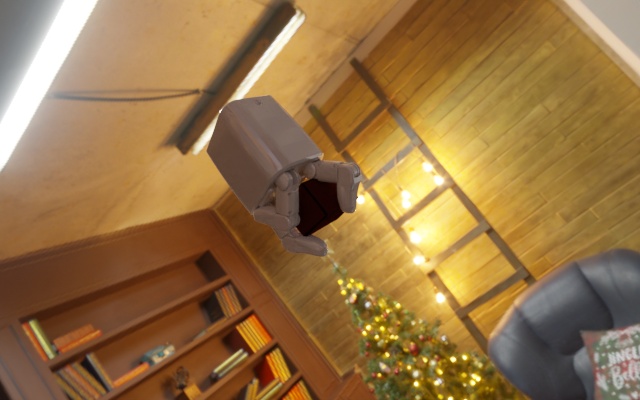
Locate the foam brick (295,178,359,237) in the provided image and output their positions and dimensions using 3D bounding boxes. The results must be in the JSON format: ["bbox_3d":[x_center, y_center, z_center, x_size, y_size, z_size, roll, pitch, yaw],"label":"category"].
[{"bbox_3d":[0.000,0.002,0.601,0.053,0.051,0.078,-46,-12,35],"label":"foam brick"}]
